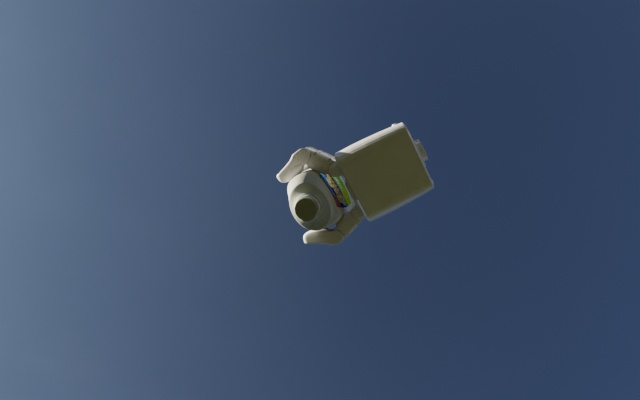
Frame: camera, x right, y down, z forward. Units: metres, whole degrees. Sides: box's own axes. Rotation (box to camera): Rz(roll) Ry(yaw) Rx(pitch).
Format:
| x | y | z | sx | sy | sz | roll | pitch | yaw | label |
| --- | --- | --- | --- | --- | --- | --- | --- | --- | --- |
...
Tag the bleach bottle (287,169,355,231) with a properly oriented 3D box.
| x | y | z | sx | sy | sz | roll | pitch | yaw | label |
| --- | --- | --- | --- | --- | --- | --- | --- | --- | --- |
| 0.000 | 0.002 | 0.700 | 0.068 | 0.102 | 0.251 | -26 | 4 | 9 | bleach bottle |
